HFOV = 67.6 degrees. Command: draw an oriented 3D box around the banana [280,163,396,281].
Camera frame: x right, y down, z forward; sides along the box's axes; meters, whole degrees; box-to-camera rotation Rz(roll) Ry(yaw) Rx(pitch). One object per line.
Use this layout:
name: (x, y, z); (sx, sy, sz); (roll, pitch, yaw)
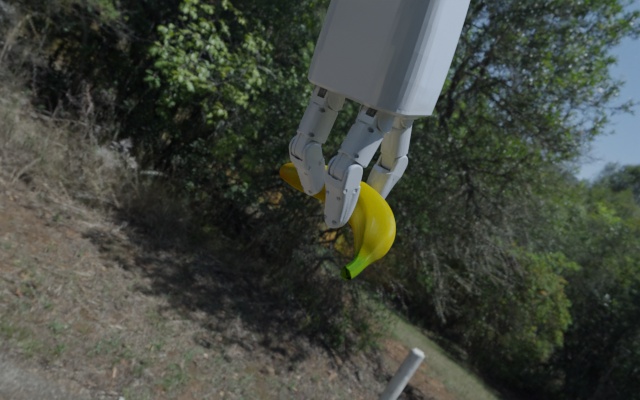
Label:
banana: (0.019, 0.002, 0.443); (0.069, 0.037, 0.197); (-5, 27, -19)
